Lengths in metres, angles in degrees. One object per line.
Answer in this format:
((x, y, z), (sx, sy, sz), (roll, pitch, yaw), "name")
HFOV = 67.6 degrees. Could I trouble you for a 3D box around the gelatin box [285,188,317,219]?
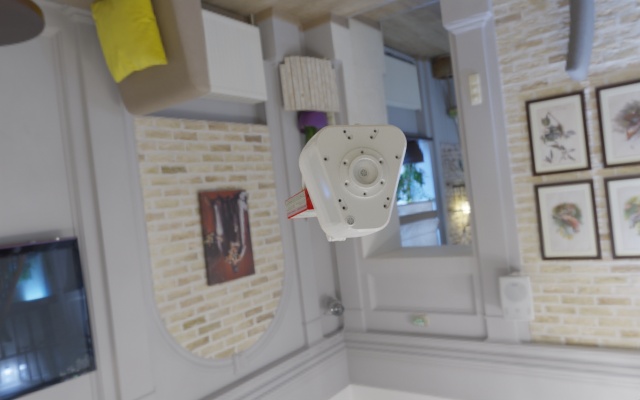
((0.000, 0.003, 0.648), (0.073, 0.030, 0.089), (-5, -9, -22), "gelatin box")
